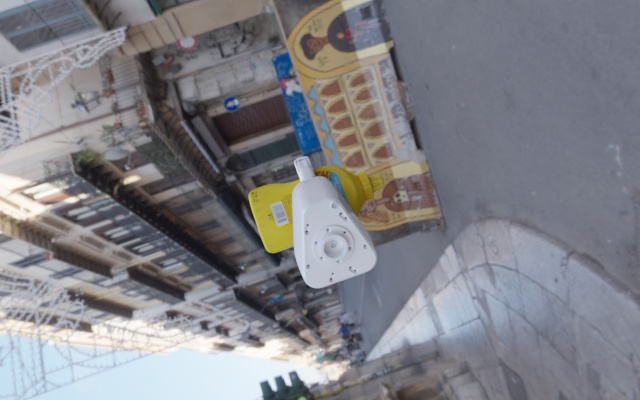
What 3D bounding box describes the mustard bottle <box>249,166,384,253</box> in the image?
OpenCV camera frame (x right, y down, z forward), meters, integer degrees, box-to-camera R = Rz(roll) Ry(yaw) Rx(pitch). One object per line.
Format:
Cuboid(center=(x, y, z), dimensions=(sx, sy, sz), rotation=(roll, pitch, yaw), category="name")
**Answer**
Cuboid(center=(0.000, 0.002, 0.693), dimensions=(0.191, 0.096, 0.058), rotation=(-19, -8, -2), category="mustard bottle")
